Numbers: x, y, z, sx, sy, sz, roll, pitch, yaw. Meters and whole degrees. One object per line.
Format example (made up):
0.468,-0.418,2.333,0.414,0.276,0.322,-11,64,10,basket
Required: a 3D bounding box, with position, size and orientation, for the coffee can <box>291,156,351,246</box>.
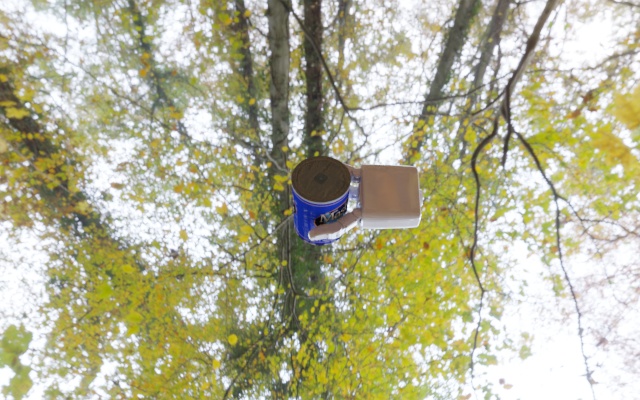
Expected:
0.000,0.003,0.869,0.103,0.102,0.140,0,-36,-1,coffee can
